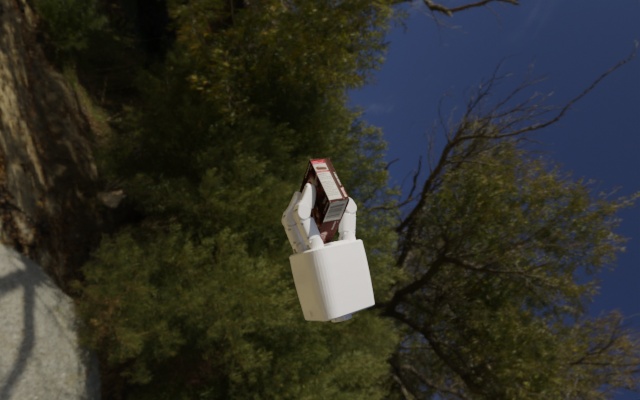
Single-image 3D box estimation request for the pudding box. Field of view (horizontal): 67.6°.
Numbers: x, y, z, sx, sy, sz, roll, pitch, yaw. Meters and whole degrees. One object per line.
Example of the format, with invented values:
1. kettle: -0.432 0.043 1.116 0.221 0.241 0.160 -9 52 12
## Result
1. pudding box: 0.000 0.003 0.758 0.039 0.090 0.114 -8 -37 -26
